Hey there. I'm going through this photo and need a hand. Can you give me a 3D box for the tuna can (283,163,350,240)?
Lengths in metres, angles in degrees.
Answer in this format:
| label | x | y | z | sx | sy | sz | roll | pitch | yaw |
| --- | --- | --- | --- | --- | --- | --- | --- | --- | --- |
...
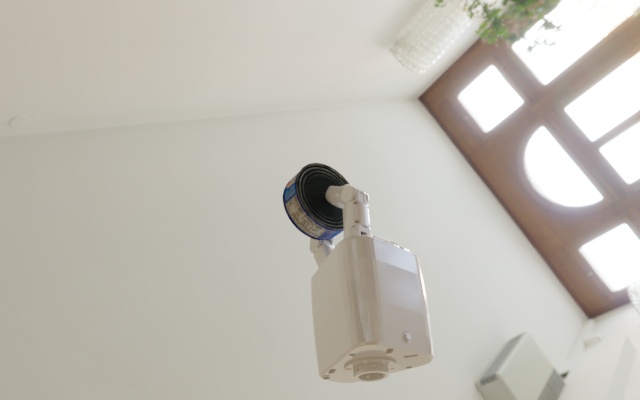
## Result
| label | x | y | z | sx | sy | sz | roll | pitch | yaw |
| --- | --- | --- | --- | --- | --- | --- | --- | --- | --- |
| tuna can | 0.000 | 0.002 | 0.548 | 0.086 | 0.086 | 0.034 | 0 | -28 | -41 |
